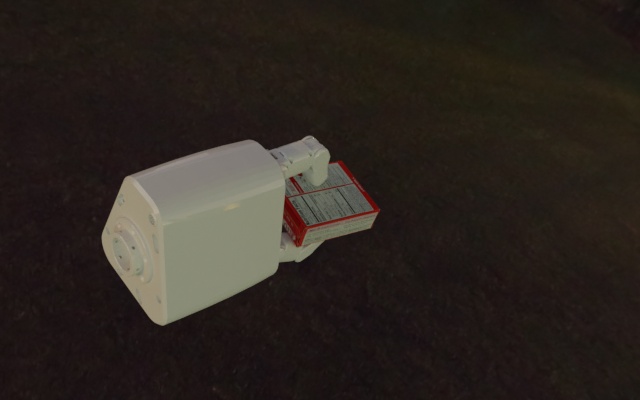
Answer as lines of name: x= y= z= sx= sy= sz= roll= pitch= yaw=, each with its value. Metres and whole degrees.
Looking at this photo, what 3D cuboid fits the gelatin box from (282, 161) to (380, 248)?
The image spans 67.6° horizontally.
gelatin box: x=0.000 y=0.001 z=0.456 sx=0.089 sy=0.030 sz=0.073 roll=-13 pitch=52 yaw=-32
